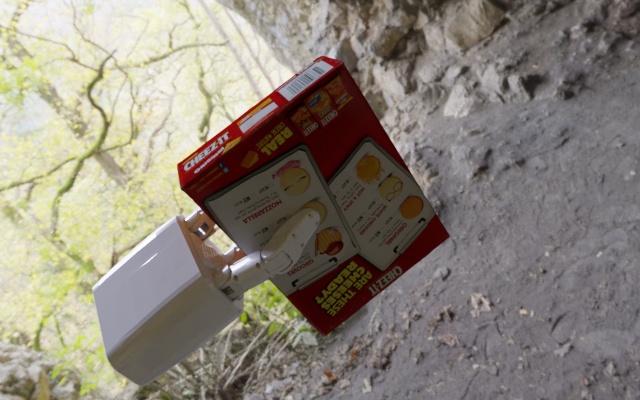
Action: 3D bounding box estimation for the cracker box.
[{"bbox_3d":[0.000,0.001,0.449,0.164,0.214,0.072,-38,30,0],"label":"cracker box"}]
